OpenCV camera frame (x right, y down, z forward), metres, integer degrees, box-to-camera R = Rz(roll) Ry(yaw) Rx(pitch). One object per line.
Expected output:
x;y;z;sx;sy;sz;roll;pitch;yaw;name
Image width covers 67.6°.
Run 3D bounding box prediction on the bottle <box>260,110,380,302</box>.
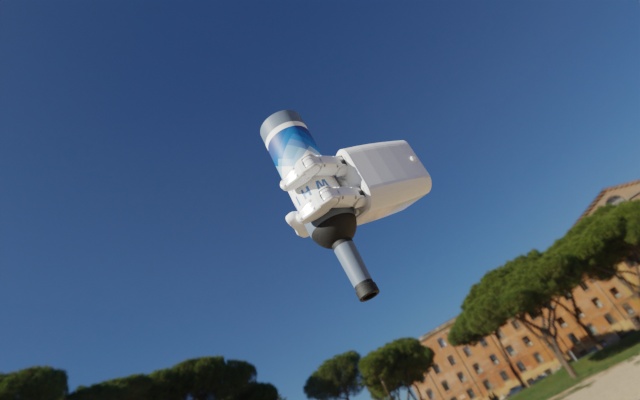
0.000;0.002;0.649;0.069;0.295;0.069;-21;-29;-12;bottle
